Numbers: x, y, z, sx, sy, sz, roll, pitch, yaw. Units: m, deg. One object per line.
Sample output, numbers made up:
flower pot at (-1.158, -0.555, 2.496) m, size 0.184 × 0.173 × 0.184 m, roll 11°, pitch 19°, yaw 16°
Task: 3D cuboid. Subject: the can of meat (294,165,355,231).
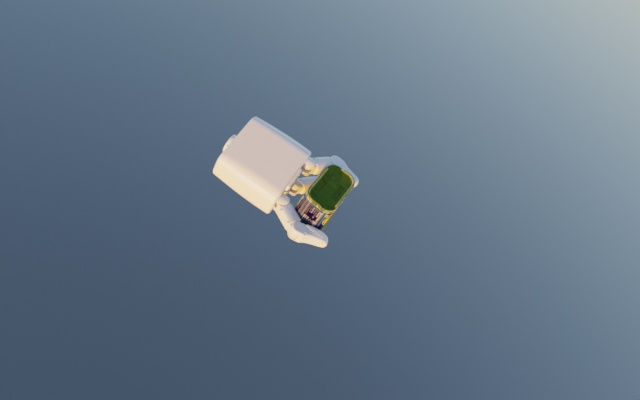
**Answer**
can of meat at (0.000, 0.002, 0.735) m, size 0.102 × 0.057 × 0.084 m, roll -52°, pitch -2°, yaw -44°
